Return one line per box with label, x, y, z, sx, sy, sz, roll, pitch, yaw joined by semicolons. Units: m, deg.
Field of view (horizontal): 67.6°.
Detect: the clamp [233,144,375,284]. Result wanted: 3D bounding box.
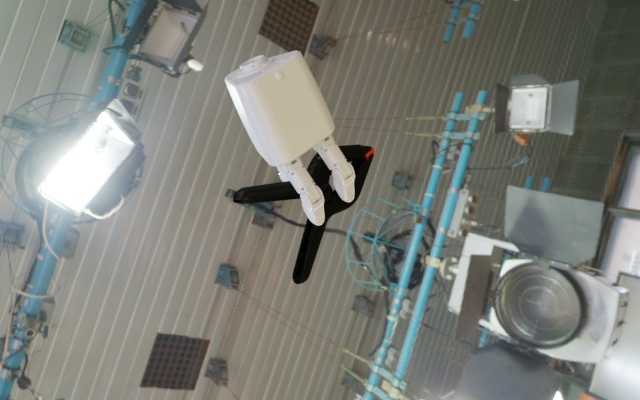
clamp;0.000;0.001;0.649;0.210;0.165;0.036;-38;32;-23
